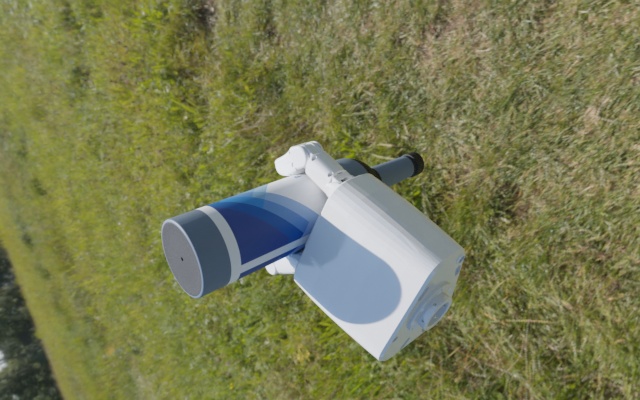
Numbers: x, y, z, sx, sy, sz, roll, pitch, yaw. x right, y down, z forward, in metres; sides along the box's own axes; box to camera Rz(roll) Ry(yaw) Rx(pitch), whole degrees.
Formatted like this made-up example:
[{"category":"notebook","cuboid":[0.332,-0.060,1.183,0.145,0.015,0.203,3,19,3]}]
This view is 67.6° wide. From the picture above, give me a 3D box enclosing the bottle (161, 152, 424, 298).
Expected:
[{"category":"bottle","cuboid":[0.000,0.002,0.460,0.295,0.069,0.069,-22,14,-37]}]
